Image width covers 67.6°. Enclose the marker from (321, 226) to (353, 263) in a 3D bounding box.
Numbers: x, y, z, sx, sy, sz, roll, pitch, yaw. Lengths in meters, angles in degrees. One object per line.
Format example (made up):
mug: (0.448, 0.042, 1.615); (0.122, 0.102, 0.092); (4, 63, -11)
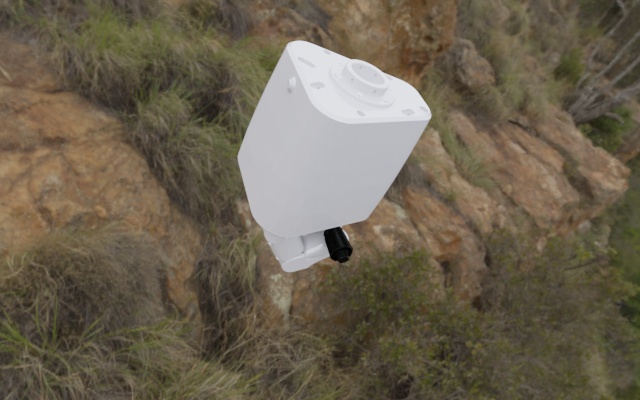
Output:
marker: (0.000, 0.001, 0.401); (0.020, 0.121, 0.020); (-13, -39, -11)
